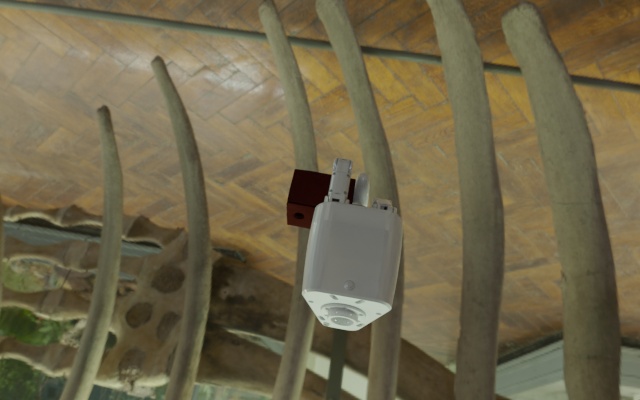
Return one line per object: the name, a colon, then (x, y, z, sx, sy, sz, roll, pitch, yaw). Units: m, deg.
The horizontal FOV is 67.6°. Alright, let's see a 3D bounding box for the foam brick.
foam brick: (0.000, 0.002, 0.579, 0.078, 0.051, 0.053, 10, -32, 3)
